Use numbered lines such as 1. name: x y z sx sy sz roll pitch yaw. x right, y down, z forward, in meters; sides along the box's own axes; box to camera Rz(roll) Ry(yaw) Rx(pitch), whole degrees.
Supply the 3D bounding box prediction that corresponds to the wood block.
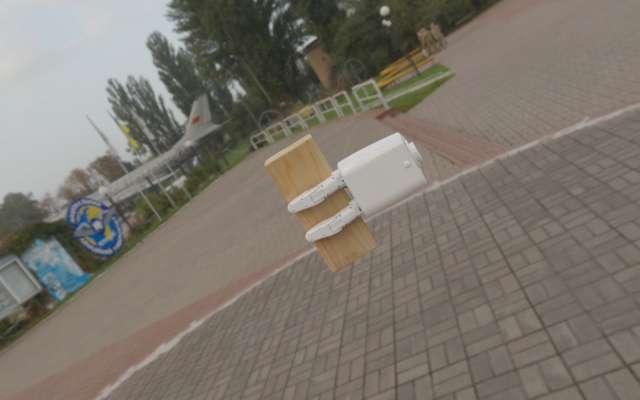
1. wood block: 0.000 0.002 0.794 0.090 0.206 0.091 -31 12 2
